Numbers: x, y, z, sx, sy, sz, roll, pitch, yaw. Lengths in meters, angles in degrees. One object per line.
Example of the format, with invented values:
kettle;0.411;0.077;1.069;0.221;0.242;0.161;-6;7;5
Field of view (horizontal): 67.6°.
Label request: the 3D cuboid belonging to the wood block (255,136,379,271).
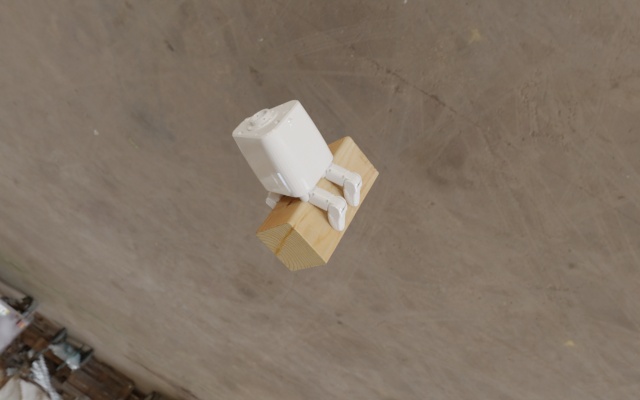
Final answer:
wood block;0.000;0.002;0.770;0.091;0.090;0.206;-19;29;47
